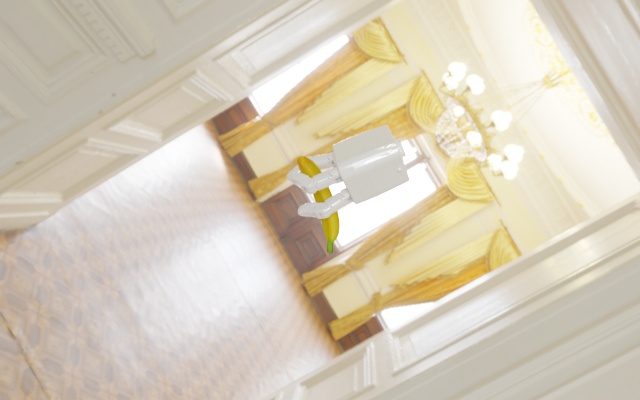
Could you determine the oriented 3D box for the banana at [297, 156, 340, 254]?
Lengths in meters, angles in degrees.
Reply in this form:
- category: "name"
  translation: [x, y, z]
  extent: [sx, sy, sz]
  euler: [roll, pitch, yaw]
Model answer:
- category: "banana"
  translation: [0.003, -0.002, 0.888]
  extent: [0.037, 0.198, 0.069]
  euler: [-14, 22, 13]
